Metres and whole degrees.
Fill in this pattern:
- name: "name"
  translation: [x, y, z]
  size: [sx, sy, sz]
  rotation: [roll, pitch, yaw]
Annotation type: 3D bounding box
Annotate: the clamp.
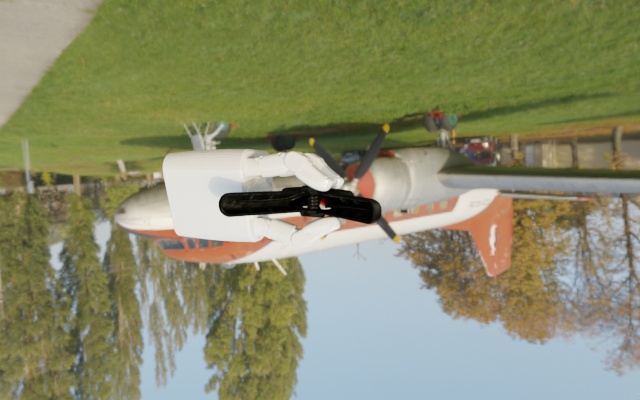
- name: "clamp"
  translation: [0.000, 0.003, 0.558]
  size: [0.164, 0.036, 0.210]
  rotation: [4, 5, 15]
